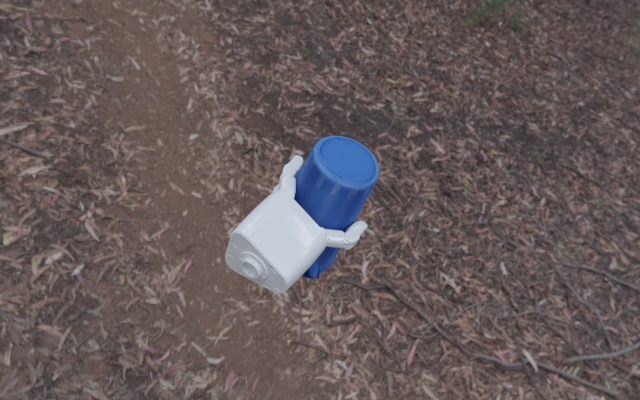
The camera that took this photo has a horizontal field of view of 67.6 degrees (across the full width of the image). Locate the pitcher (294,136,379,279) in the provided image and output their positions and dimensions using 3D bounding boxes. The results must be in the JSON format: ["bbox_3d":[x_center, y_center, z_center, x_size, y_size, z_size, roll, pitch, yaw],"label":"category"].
[{"bbox_3d":[0.000,0.003,0.804,0.149,0.243,0.145,37,47,9],"label":"pitcher"}]
